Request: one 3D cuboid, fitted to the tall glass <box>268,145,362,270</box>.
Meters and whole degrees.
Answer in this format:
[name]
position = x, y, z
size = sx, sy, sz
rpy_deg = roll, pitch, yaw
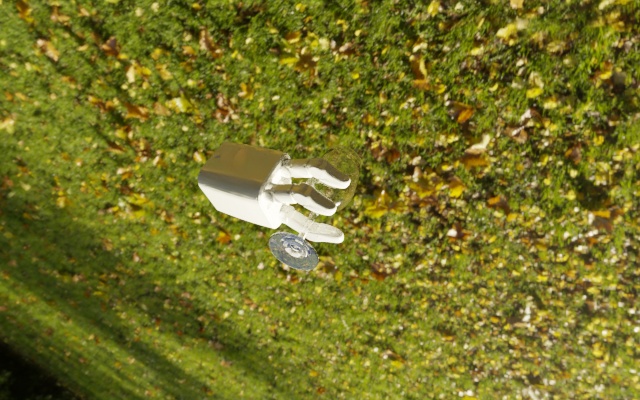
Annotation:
[tall glass]
position = 0.000, 0.003, 0.702
size = 0.079, 0.079, 0.201
rpy_deg = 0, 42, 31
